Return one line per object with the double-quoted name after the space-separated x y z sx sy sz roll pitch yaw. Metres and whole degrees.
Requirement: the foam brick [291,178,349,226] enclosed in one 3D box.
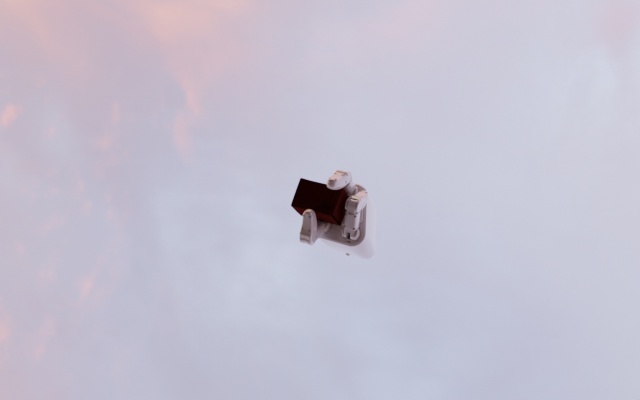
0.000 0.002 0.791 0.078 0.053 0.051 15 -15 23 "foam brick"
